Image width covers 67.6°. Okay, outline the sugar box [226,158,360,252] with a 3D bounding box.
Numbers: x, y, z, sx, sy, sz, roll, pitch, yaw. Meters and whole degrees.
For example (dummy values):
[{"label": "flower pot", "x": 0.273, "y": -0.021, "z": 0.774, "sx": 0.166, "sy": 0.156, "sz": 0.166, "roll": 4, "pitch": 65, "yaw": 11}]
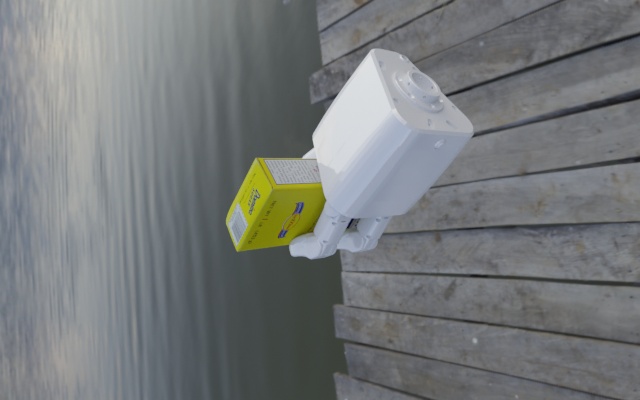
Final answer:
[{"label": "sugar box", "x": 0.000, "y": 0.002, "z": 0.490, "sx": 0.176, "sy": 0.048, "sz": 0.093, "roll": -2, "pitch": -39, "yaw": -37}]
